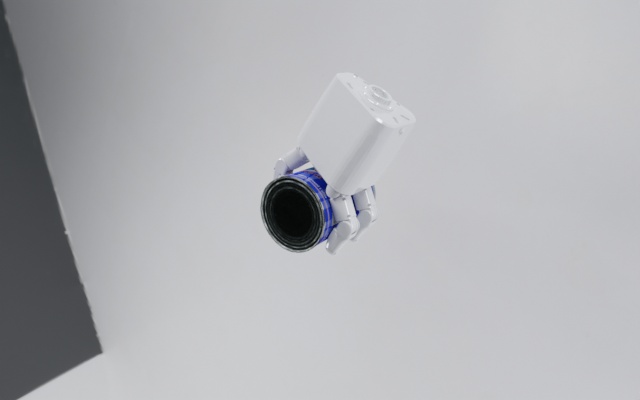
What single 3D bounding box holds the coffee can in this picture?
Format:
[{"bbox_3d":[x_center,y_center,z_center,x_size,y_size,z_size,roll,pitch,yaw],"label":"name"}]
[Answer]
[{"bbox_3d":[0.000,0.002,0.666,0.103,0.103,0.140,0,14,34],"label":"coffee can"}]
